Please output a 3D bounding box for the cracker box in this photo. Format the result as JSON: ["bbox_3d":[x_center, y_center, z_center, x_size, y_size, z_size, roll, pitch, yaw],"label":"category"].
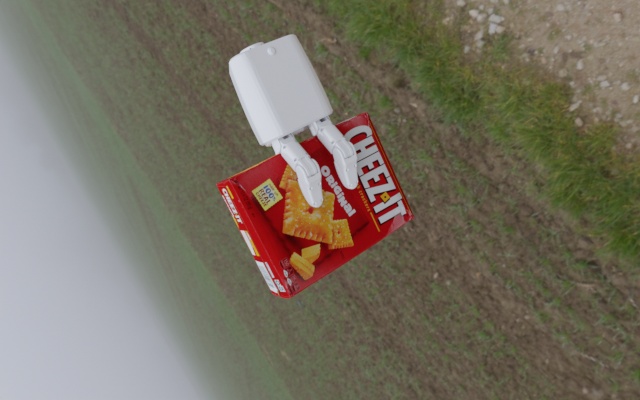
[{"bbox_3d":[0.000,0.002,0.623,0.213,0.164,0.072,-29,10,-24],"label":"cracker box"}]
